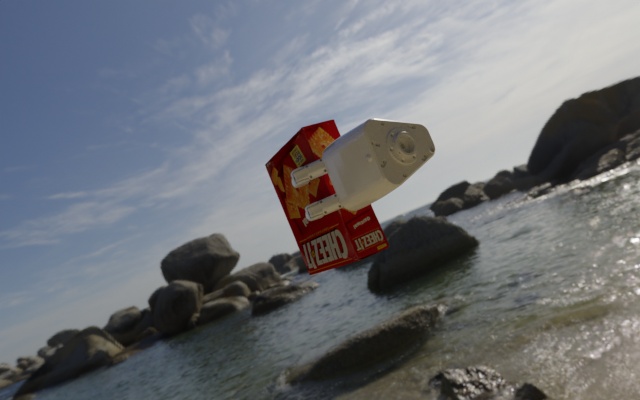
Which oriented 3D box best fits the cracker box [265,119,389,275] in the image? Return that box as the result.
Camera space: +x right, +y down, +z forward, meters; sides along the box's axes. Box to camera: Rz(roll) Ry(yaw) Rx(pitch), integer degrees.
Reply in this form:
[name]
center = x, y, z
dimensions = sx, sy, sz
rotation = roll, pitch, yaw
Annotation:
[cracker box]
center = 0.000, 0.002, 0.771
dimensions = 0.072, 0.213, 0.164
rotation = -19, -6, -31
